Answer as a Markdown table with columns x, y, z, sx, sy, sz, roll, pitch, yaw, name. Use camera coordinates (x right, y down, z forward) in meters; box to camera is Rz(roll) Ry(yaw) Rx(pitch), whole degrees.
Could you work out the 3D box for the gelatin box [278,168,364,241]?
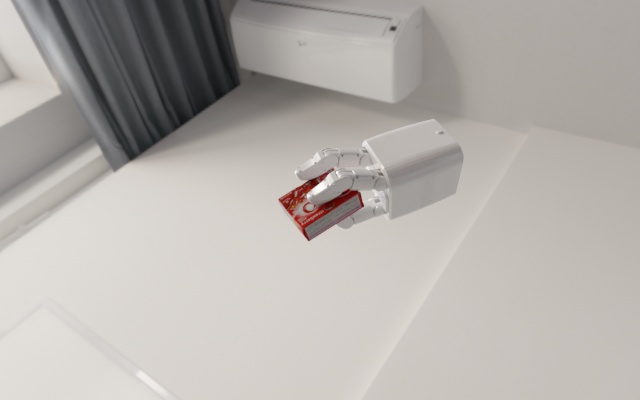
| x | y | z | sx | sy | sz | roll | pitch | yaw | name |
| --- | --- | --- | --- | --- | --- | --- | --- | --- | --- |
| 0.000 | 0.003 | 0.622 | 0.089 | 0.030 | 0.073 | -32 | 43 | -11 | gelatin box |
